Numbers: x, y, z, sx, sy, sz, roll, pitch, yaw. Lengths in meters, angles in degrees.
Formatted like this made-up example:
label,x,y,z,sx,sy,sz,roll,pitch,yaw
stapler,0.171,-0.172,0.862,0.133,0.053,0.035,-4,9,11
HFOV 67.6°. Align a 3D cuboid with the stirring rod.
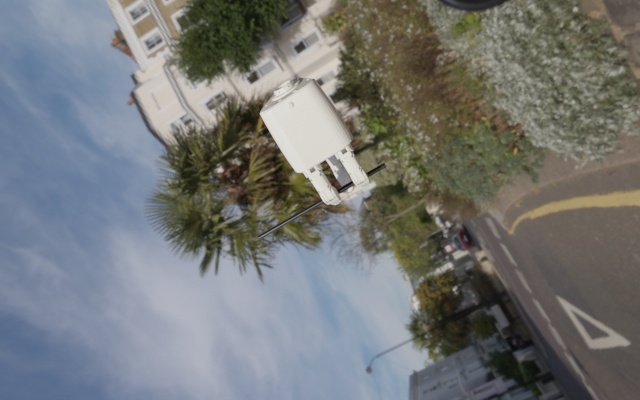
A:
label,x,y,z,sx,sy,sz,roll,pitch,yaw
stirring rod,0.000,0.002,0.777,0.239,0.011,0.011,-30,-6,10
